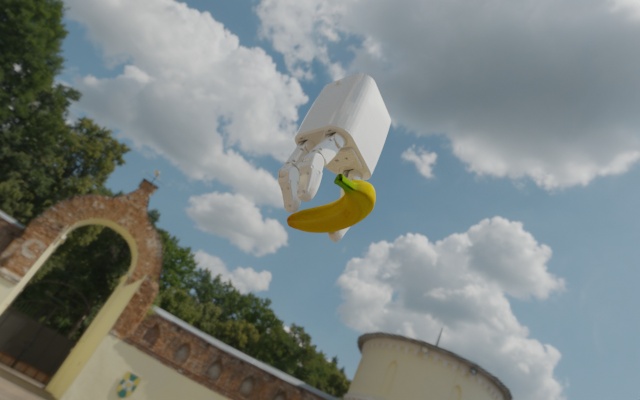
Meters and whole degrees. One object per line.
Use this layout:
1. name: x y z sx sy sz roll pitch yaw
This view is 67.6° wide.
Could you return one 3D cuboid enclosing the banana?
1. banana: 0.018 0.009 0.585 0.069 0.037 0.198 27 -25 -11
